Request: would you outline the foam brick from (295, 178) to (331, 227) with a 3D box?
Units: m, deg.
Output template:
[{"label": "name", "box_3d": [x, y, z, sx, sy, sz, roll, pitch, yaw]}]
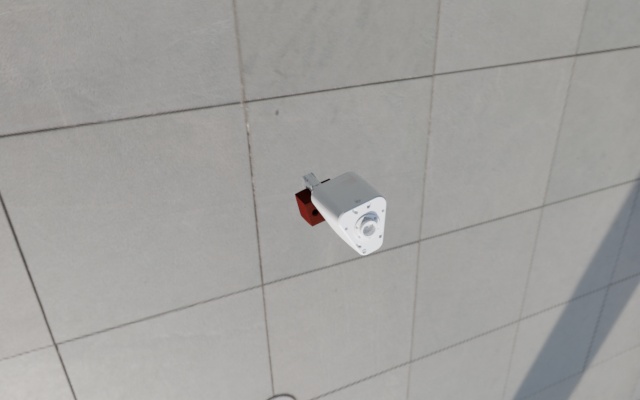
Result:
[{"label": "foam brick", "box_3d": [0.000, 0.003, 0.896, 0.078, 0.053, 0.051, -25, 33, -13]}]
